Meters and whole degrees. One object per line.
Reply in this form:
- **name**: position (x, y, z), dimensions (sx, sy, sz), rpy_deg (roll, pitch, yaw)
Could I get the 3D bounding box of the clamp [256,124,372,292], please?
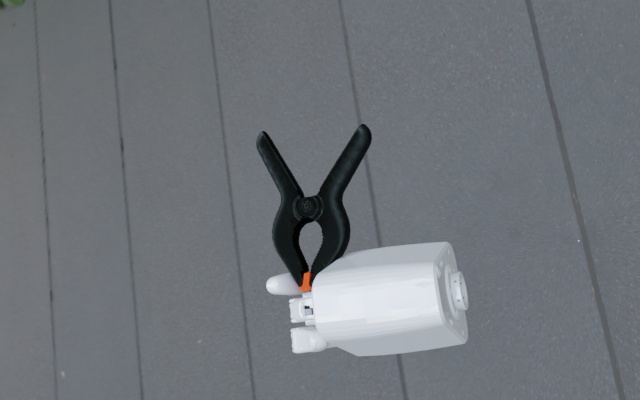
- **clamp**: position (0.000, 0.002, 0.474), dimensions (0.120, 0.171, 0.039), rpy_deg (-12, -10, 20)
